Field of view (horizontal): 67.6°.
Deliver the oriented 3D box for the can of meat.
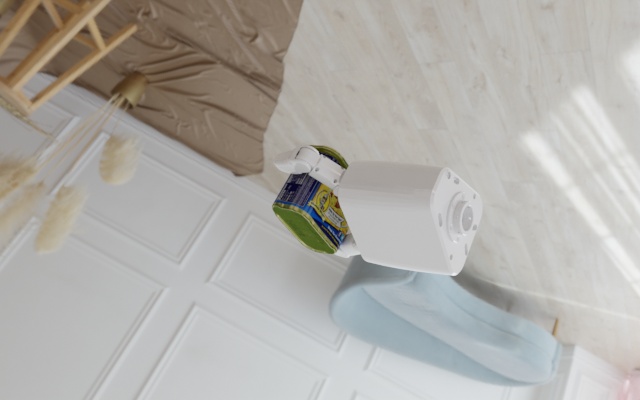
[{"bbox_3d":[0.000,0.002,0.543,0.057,0.084,0.102,9,-30,38],"label":"can of meat"}]
